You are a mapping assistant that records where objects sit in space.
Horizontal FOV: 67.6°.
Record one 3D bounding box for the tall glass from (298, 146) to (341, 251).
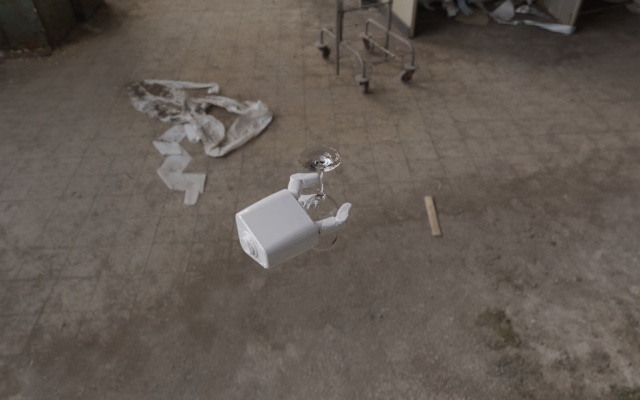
[{"bbox_3d":[0.000,0.002,0.891,0.079,0.201,0.079,-1,41,1],"label":"tall glass"}]
